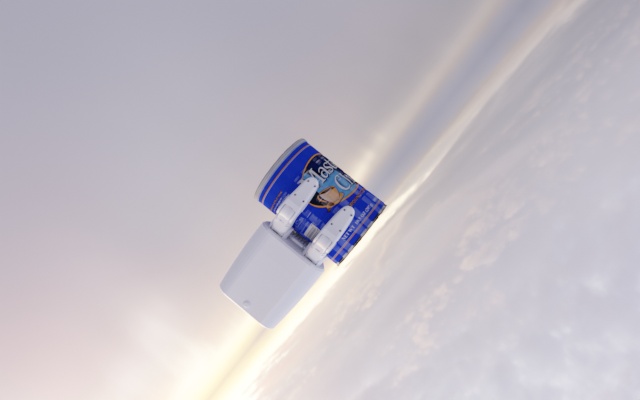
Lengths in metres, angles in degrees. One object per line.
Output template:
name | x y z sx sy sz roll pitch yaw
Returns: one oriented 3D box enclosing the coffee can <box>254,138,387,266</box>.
coffee can | 0.000 0.002 0.623 0.140 0.103 0.103 39 3 4
